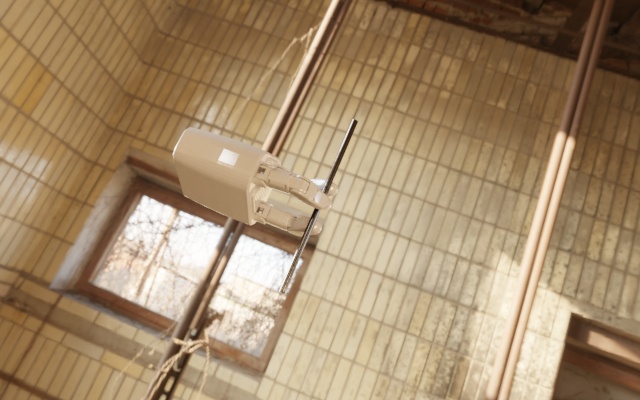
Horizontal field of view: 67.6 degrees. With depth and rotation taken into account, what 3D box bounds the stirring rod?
[{"bbox_3d":[0.000,0.002,0.593,0.011,0.239,0.011,21,-16,6],"label":"stirring rod"}]
